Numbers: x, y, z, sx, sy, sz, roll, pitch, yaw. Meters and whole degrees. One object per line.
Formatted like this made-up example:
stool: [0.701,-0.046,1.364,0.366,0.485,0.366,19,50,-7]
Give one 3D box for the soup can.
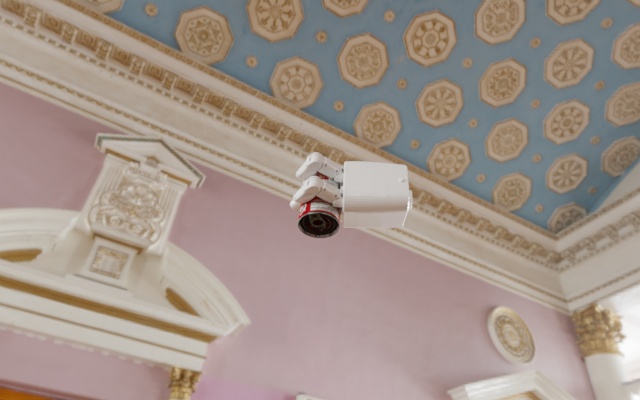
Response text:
soup can: [0.000,0.002,0.805,0.068,0.102,0.069,3,-40,2]
